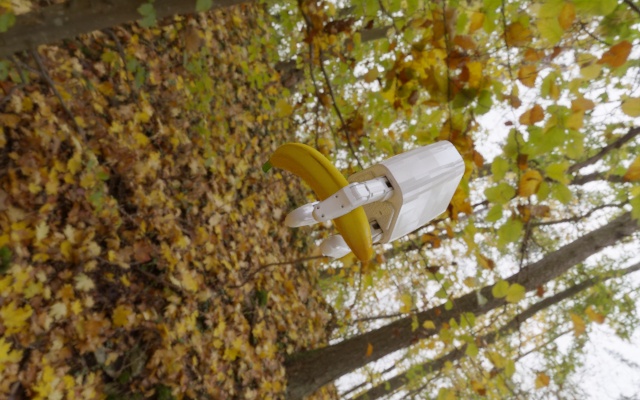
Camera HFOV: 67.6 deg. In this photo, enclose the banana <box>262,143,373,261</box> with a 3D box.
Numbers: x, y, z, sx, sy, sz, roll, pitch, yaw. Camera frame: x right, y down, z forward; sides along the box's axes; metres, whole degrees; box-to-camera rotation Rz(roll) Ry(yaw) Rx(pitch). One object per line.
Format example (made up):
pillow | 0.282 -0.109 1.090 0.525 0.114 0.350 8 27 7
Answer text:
banana | 0.001 -0.014 0.559 0.037 0.070 0.197 -21 49 -34
